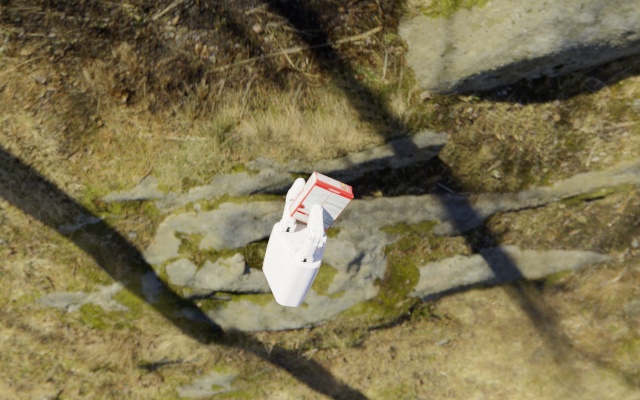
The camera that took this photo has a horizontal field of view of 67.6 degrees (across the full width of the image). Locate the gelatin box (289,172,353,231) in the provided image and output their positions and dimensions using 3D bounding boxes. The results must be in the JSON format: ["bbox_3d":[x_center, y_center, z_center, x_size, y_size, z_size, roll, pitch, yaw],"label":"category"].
[{"bbox_3d":[0.000,0.003,0.793,0.073,0.089,0.030,22,35,-23],"label":"gelatin box"}]
